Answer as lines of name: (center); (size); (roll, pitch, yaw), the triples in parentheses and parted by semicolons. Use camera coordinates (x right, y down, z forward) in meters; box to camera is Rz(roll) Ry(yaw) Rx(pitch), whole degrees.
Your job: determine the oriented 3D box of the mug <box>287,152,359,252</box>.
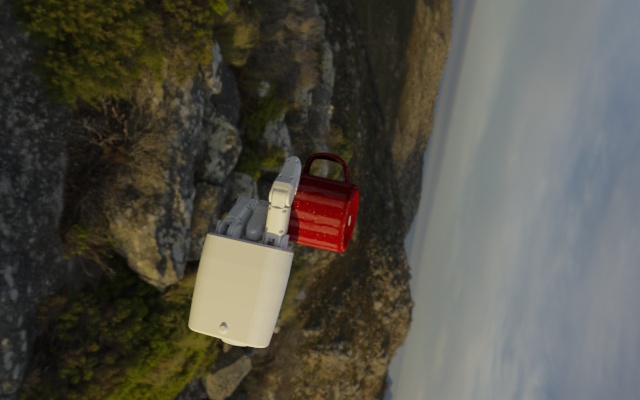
mug: (0.001, 0.000, 0.561); (0.081, 0.117, 0.093); (12, -4, 12)
